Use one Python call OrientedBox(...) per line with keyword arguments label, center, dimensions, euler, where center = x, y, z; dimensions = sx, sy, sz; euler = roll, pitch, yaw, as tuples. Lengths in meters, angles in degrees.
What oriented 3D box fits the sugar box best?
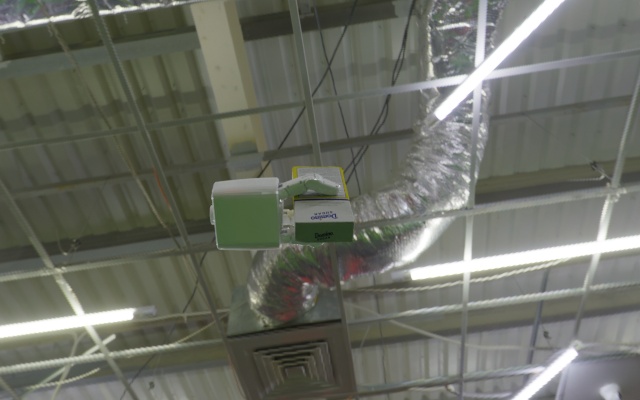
OrientedBox(label="sugar box", center=(0.000, 0.003, 0.798), dimensions=(0.093, 0.048, 0.176), euler=(0, 35, -4))
